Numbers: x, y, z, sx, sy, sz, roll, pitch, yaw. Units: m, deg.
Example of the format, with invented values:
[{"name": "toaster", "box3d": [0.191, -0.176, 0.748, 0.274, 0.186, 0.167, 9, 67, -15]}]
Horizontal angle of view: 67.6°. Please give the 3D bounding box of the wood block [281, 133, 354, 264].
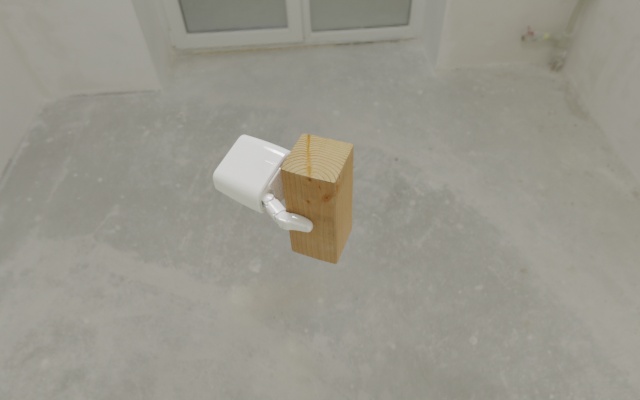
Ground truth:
[{"name": "wood block", "box3d": [0.000, 0.003, 0.800, 0.090, 0.090, 0.206, 15, -39, 16]}]
